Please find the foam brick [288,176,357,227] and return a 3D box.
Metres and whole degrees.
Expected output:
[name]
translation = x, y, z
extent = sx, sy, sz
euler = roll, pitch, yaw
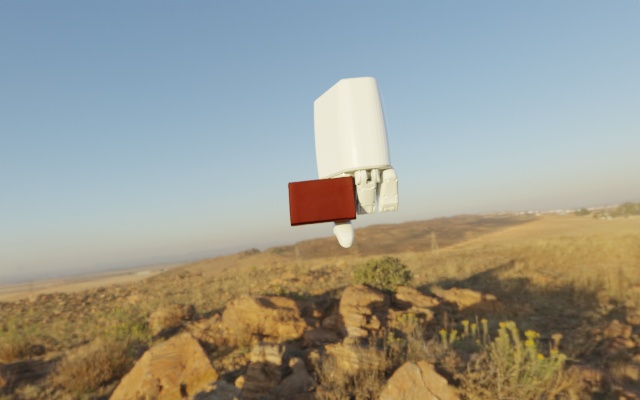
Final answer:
[foam brick]
translation = 0.000, 0.002, 0.574
extent = 0.078, 0.051, 0.053
euler = -6, -2, -5
